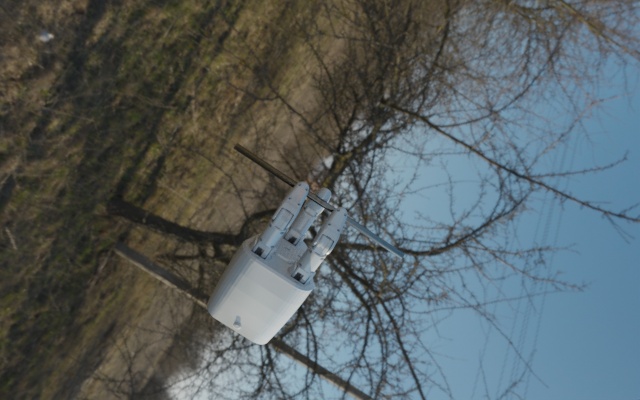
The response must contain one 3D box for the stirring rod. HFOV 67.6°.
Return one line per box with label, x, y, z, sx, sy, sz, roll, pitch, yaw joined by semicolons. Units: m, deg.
stirring rod;0.000;0.002;0.571;0.239;0.011;0.011;33;-3;-5
